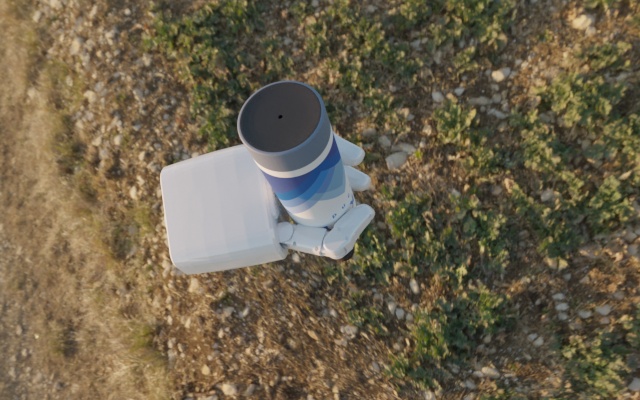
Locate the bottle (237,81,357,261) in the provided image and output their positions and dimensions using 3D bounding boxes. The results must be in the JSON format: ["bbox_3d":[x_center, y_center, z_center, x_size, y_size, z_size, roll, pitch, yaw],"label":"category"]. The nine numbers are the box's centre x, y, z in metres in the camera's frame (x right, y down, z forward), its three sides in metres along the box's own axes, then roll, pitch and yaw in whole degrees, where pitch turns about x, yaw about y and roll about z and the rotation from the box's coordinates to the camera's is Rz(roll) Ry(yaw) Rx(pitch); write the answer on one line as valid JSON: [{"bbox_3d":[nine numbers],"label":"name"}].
[{"bbox_3d":[0.000,0.001,0.478,0.069,0.069,0.296,0,-25,13],"label":"bottle"}]
